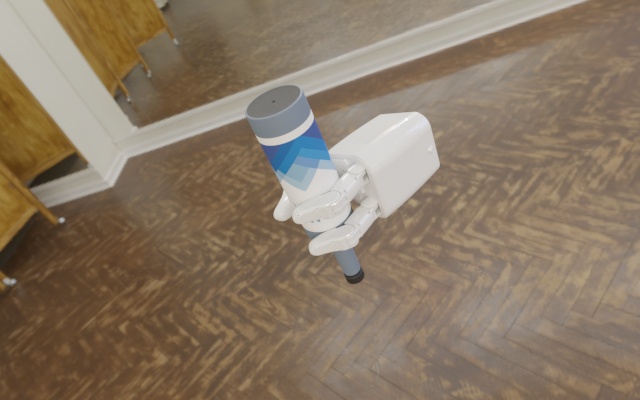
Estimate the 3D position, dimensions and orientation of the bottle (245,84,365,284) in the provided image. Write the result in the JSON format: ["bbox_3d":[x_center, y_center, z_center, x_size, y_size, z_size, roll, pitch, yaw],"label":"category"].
[{"bbox_3d":[0.000,0.002,0.591,0.069,0.296,0.069,-15,38,12],"label":"bottle"}]
